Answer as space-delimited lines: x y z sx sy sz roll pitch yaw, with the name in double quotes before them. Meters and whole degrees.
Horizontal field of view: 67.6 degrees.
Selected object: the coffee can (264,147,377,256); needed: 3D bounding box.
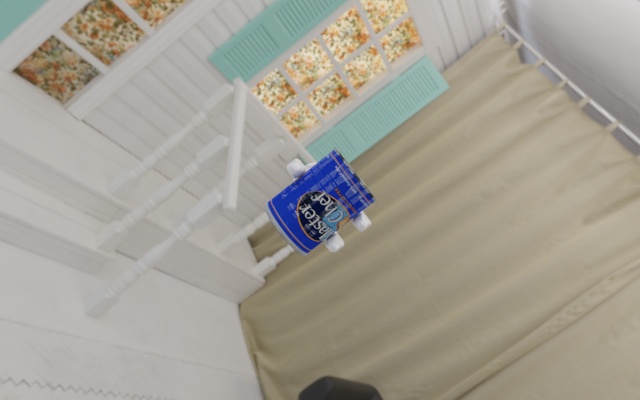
"coffee can" 0.000 0.002 0.731 0.140 0.103 0.103 -38 -5 6
